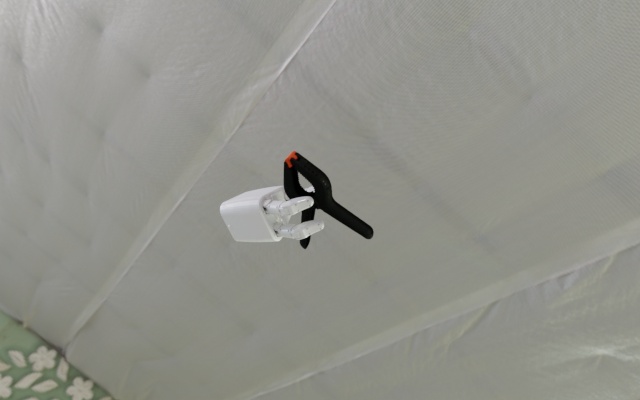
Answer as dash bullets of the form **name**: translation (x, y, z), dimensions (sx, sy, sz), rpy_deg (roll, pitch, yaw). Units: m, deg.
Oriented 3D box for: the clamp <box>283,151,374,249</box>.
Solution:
- **clamp**: translation (0.000, 0.002, 0.887), dimensions (0.164, 0.210, 0.036), rpy_deg (-6, 31, 29)
